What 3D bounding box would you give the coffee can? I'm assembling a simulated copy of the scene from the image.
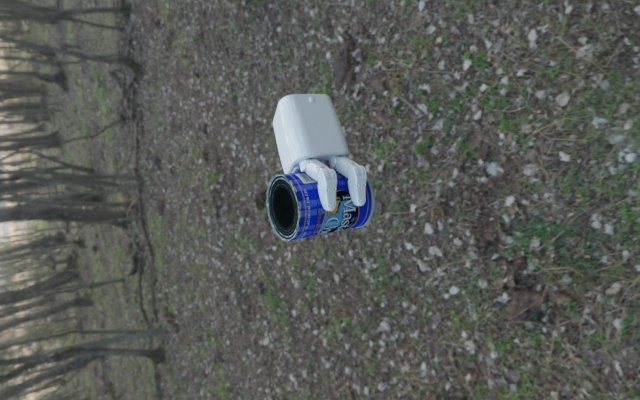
[{"bbox_3d":[0.000,0.003,0.754,0.140,0.103,0.103,-9,5,-33],"label":"coffee can"}]
